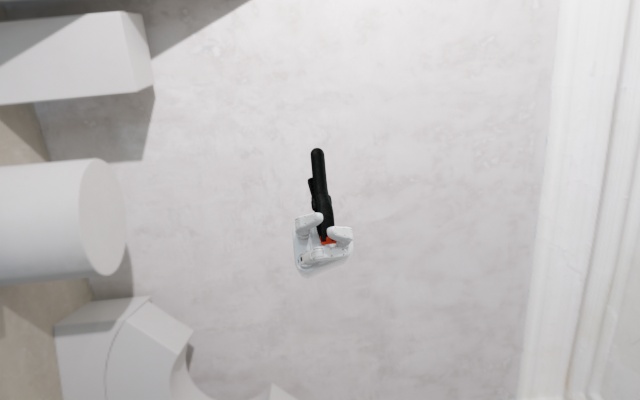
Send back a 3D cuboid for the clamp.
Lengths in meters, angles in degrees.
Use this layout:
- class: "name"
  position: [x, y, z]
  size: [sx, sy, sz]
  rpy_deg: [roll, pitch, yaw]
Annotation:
- class: "clamp"
  position: [0.001, 0.003, 0.874]
  size: [0.039, 0.171, 0.120]
  rpy_deg: [-6, -18, -2]
